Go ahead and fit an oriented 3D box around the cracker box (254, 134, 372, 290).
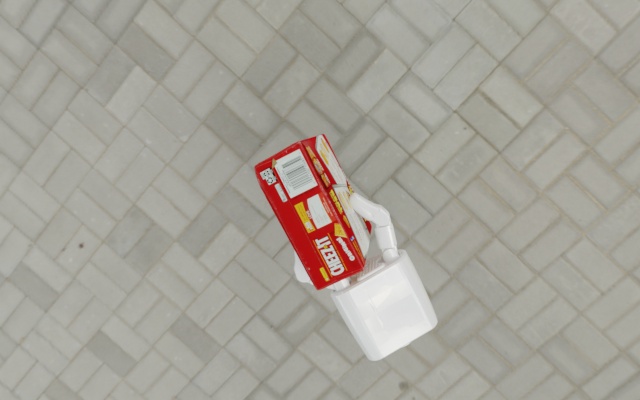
[{"bbox_3d":[0.000,0.002,0.634,0.072,0.164,0.213,-26,6,11],"label":"cracker box"}]
